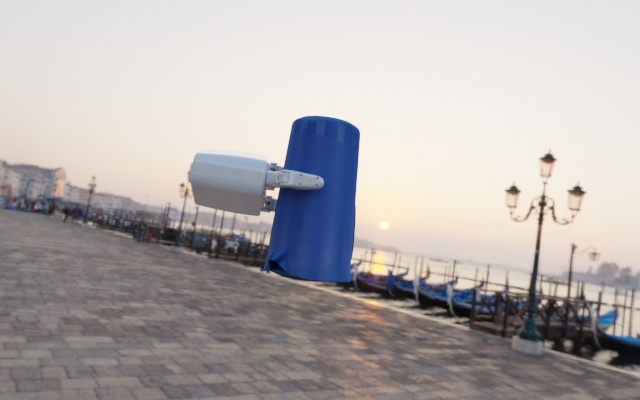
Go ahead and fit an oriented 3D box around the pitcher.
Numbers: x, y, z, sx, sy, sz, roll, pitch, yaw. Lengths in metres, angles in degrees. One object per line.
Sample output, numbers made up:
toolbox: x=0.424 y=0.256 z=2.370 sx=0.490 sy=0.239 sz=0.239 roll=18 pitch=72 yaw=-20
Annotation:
pitcher: x=0.000 y=0.002 z=0.738 sx=0.145 sy=0.243 sz=0.149 roll=8 pitch=-5 yaw=-6
